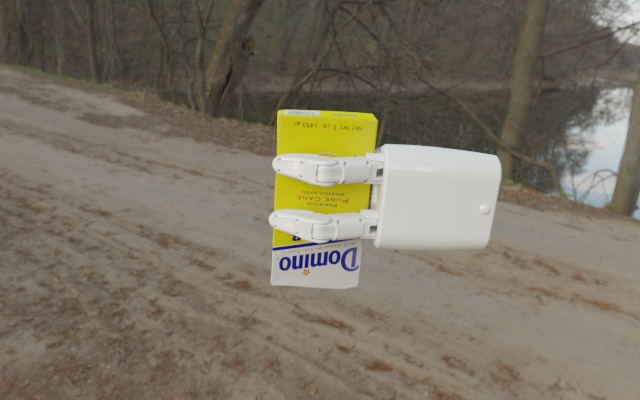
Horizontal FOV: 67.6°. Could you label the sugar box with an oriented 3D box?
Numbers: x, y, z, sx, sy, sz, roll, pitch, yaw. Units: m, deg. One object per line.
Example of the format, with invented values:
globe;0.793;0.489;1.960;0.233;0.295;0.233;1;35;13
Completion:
sugar box;0.000;0.002;0.473;0.093;0.176;0.048;3;18;-3
